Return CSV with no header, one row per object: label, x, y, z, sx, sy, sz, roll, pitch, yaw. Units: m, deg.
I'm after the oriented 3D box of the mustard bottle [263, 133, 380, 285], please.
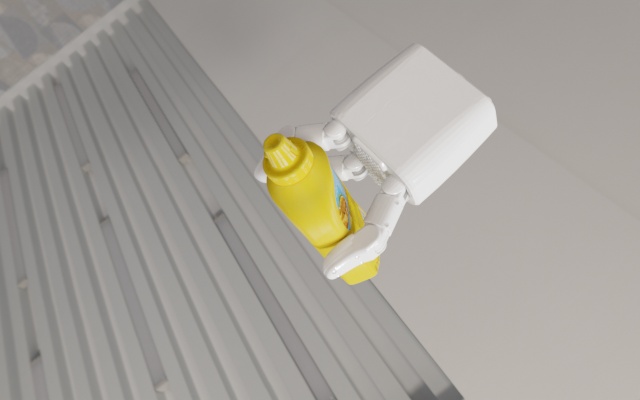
mustard bottle,0.000,0.002,0.439,0.058,0.096,0.192,-22,-36,11
